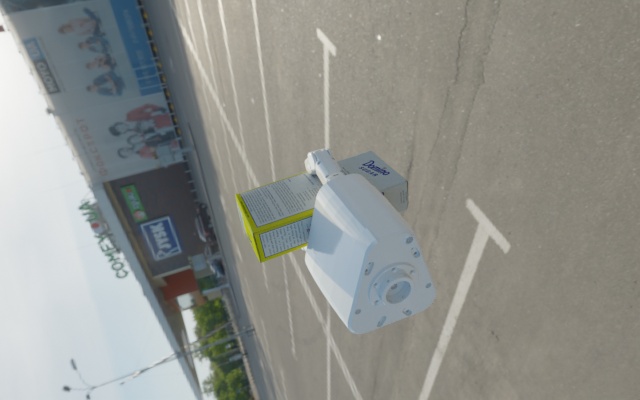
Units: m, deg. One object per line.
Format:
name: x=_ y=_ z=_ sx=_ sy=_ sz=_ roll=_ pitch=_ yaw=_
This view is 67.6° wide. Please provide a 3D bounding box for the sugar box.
sugar box: x=0.000 y=0.002 z=0.536 sx=0.176 sy=0.048 sz=0.093 roll=-16 pitch=33 yaw=-15
